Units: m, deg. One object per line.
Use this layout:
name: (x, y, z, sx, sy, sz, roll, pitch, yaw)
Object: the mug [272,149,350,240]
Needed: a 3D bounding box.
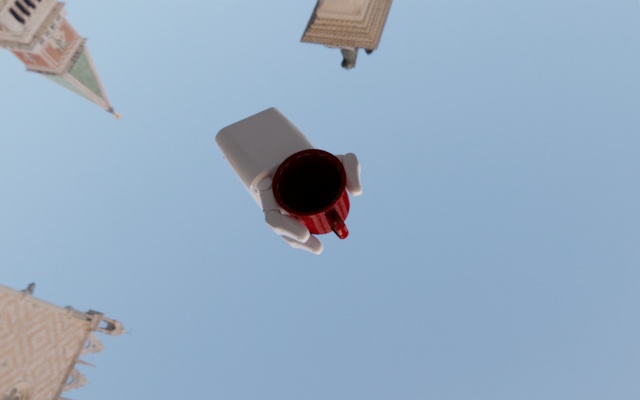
mug: (0.001, 0.003, 0.609, 0.093, 0.117, 0.081, -36, -27, -6)
